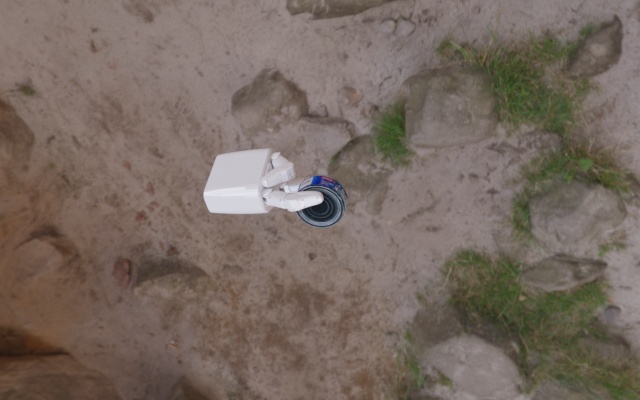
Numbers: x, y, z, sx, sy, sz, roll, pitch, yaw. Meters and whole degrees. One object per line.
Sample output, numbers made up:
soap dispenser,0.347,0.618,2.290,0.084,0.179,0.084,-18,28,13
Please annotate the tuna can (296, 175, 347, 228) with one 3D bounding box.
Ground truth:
tuna can,0.000,0.003,0.788,0.086,0.086,0.033,0,33,12
